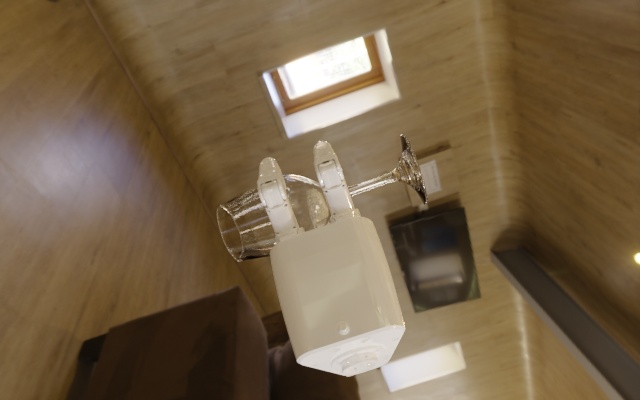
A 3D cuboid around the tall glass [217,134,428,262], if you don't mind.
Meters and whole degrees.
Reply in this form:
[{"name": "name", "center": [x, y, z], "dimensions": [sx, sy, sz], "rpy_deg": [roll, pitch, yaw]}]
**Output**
[{"name": "tall glass", "center": [0.001, 0.001, 0.484], "dimensions": [0.201, 0.079, 0.079], "rpy_deg": [-19, -1, 4]}]
